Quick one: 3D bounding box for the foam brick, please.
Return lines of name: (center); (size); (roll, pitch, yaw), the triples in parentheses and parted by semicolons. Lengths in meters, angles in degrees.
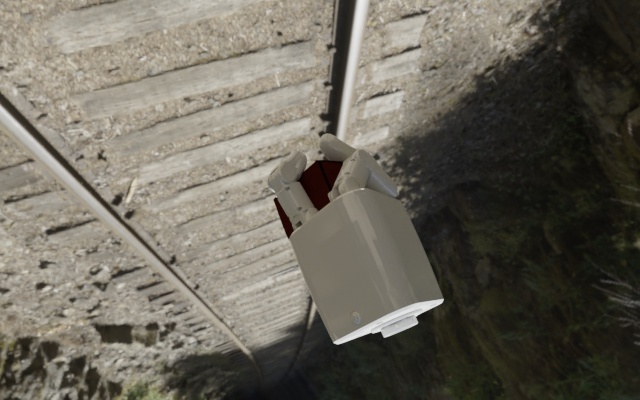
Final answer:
foam brick: (0.000, 0.002, 0.481); (0.053, 0.051, 0.078); (-1, -29, -45)
